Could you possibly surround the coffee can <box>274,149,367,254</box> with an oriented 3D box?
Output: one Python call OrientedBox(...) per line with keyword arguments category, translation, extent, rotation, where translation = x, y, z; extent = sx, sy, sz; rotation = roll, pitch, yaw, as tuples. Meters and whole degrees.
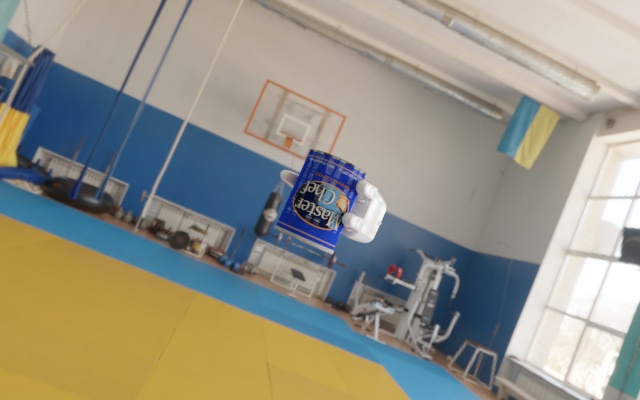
OrientedBox(category="coffee can", translation=(0.000, 0.003, 0.770), extent=(0.103, 0.140, 0.103), rotation=(24, -4, 2))
